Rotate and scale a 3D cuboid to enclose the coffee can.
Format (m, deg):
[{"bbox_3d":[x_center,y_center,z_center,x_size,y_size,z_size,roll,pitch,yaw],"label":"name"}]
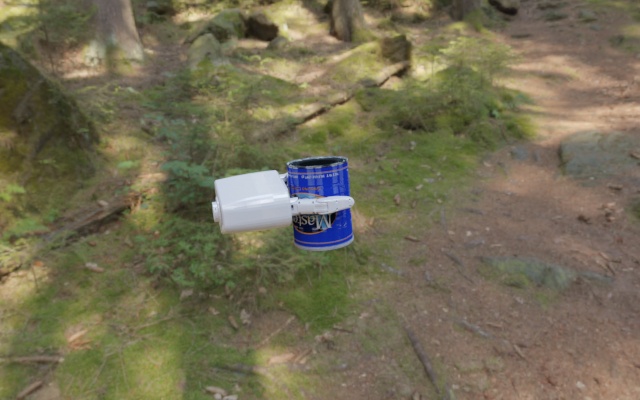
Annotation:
[{"bbox_3d":[0.000,0.003,0.803,0.103,0.140,0.102,-4,13,1],"label":"coffee can"}]
